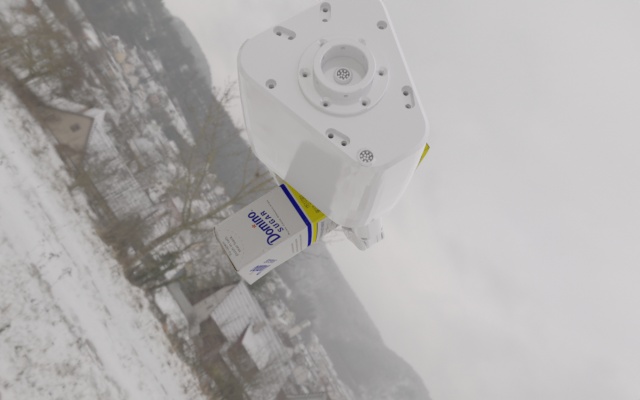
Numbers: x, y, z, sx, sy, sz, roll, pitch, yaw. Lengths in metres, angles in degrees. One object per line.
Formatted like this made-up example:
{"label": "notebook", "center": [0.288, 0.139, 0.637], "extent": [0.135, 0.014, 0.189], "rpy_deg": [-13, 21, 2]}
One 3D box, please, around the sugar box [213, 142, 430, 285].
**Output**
{"label": "sugar box", "center": [0.000, 0.001, 0.401], "extent": [0.176, 0.048, 0.093], "rpy_deg": [-30, -13, -10]}
